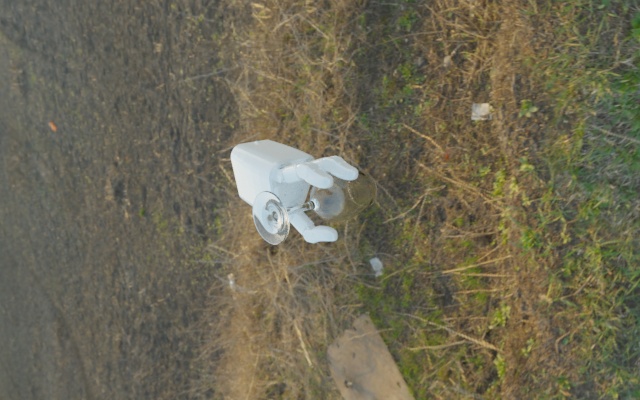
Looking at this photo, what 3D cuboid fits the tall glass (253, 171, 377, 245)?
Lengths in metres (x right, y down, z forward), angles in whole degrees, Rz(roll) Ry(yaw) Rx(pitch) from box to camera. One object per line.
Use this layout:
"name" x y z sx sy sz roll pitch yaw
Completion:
"tall glass" 0.000 0.003 0.711 0.079 0.079 0.201 0 12 45
